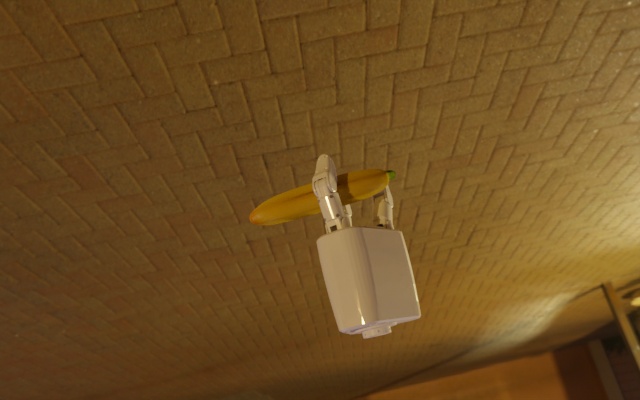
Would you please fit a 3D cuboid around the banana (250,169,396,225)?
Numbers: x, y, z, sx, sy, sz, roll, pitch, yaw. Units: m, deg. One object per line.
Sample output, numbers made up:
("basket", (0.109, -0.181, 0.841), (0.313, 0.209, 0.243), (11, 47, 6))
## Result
("banana", (0.002, -0.002, 0.590), (0.198, 0.037, 0.070), (-16, -12, 2))
